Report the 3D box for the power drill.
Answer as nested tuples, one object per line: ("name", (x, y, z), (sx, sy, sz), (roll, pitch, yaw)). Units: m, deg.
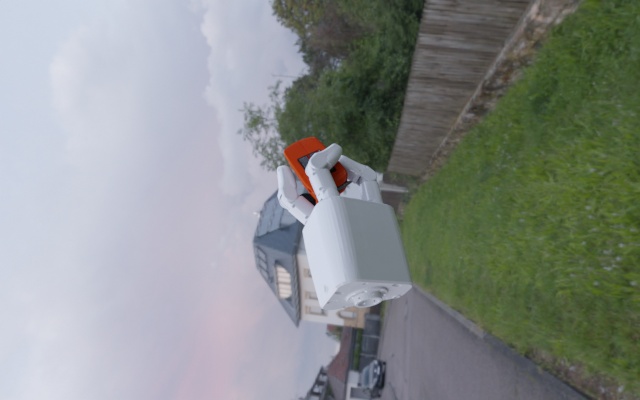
("power drill", (0.000, 0.002, 0.698), (0.057, 0.188, 0.184), (-28, 47, -12))
